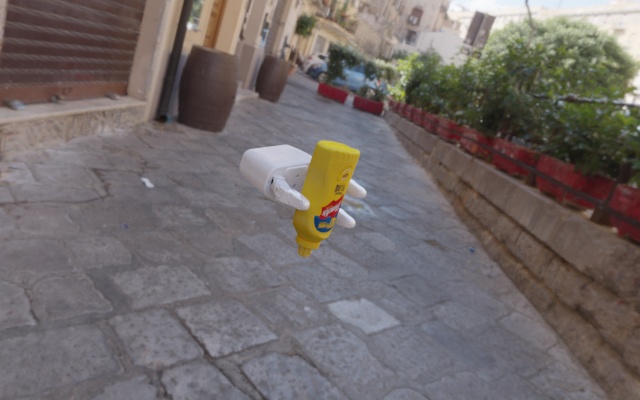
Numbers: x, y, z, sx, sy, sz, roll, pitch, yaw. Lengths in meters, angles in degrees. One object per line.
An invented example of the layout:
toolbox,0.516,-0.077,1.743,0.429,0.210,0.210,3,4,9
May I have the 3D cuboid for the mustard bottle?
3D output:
mustard bottle,0.000,0.002,0.766,0.058,0.192,0.096,26,16,24
